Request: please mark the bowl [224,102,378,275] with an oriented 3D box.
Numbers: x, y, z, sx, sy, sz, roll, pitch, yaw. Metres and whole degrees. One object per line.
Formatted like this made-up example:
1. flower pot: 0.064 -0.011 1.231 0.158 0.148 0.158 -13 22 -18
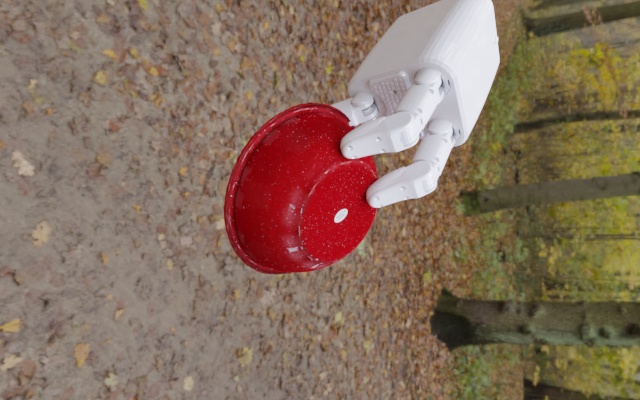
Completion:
1. bowl: 0.000 0.003 0.412 0.162 0.162 0.055 0 20 -44
